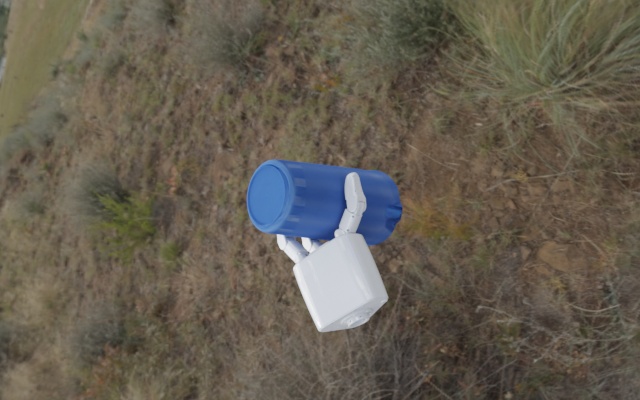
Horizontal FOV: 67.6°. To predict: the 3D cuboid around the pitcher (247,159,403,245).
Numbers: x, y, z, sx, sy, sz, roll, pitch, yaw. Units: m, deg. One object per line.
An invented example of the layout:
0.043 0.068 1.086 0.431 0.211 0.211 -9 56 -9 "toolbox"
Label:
0.000 0.003 0.774 0.243 0.145 0.149 7 -41 -44 "pitcher"
